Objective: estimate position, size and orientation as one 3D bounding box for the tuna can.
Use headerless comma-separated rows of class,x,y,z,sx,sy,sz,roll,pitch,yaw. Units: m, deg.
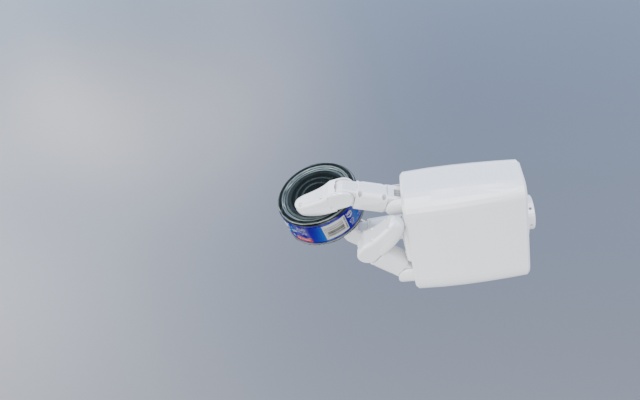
tuna can,0.000,0.001,0.492,0.086,0.086,0.034,0,-39,24
